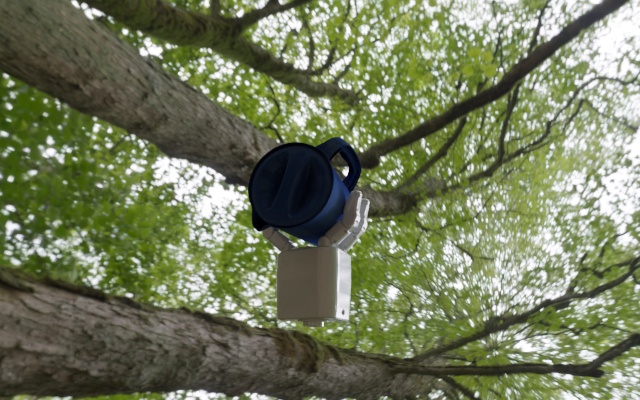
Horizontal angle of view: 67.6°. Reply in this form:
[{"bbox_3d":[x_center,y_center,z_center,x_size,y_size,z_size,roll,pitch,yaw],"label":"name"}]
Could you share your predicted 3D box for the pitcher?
[{"bbox_3d":[0.000,0.003,0.788,0.149,0.145,0.243,-5,-18,18],"label":"pitcher"}]
